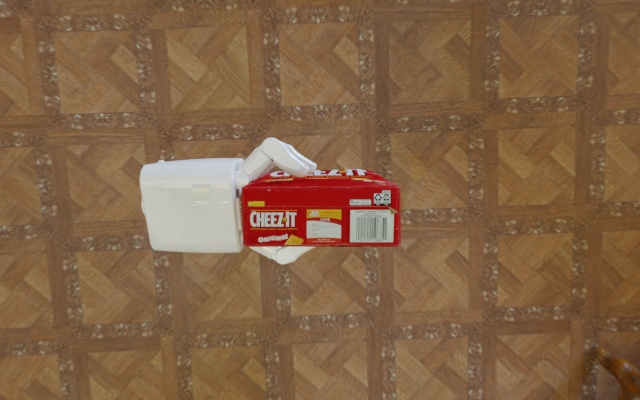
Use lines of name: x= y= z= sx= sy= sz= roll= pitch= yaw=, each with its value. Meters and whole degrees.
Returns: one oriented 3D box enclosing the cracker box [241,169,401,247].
cracker box: x=0.000 y=0.002 z=0.586 sx=0.164 sy=0.072 sz=0.213 roll=0 pitch=8 yaw=0
